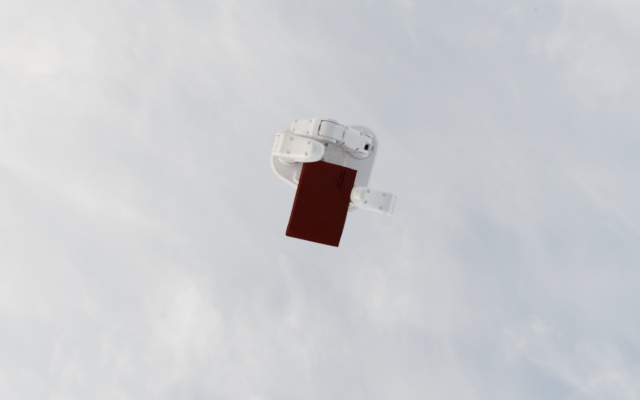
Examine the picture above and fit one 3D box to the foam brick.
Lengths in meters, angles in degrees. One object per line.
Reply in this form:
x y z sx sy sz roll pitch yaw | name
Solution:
0.000 0.002 0.468 0.053 0.078 0.051 15 0 -4 | foam brick
